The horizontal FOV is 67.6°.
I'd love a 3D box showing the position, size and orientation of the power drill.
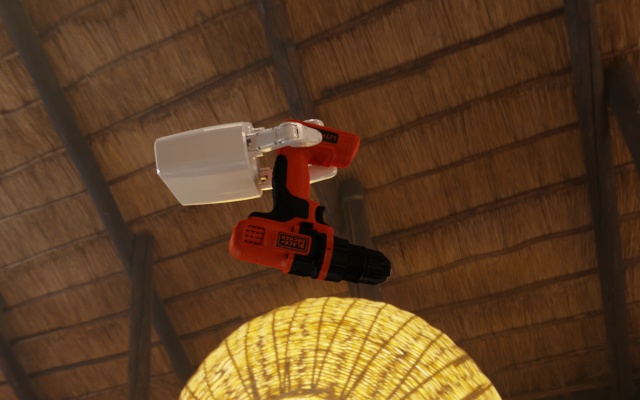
[{"bbox_3d":[0.000,0.001,0.567,0.184,0.187,0.057,13,-30,-8],"label":"power drill"}]
